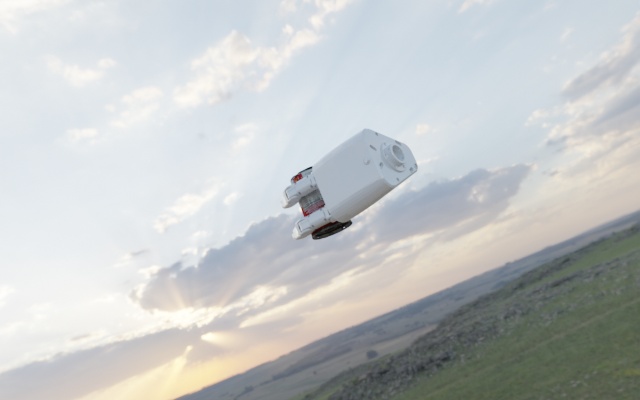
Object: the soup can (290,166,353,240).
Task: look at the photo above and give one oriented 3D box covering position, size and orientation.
[{"bbox_3d":[0.000,0.002,0.756,0.068,0.102,0.068,-21,-14,-6],"label":"soup can"}]
